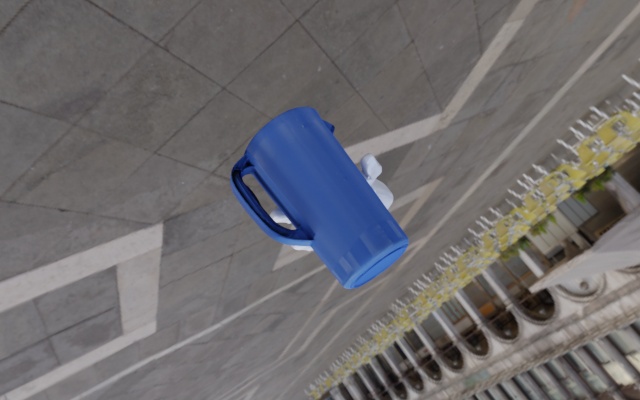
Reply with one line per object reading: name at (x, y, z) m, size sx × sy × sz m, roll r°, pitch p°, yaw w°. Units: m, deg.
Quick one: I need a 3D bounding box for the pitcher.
pitcher at (0.000, 0.002, 0.661) m, size 0.149 × 0.242 × 0.145 m, roll -42°, pitch -20°, yaw 15°
